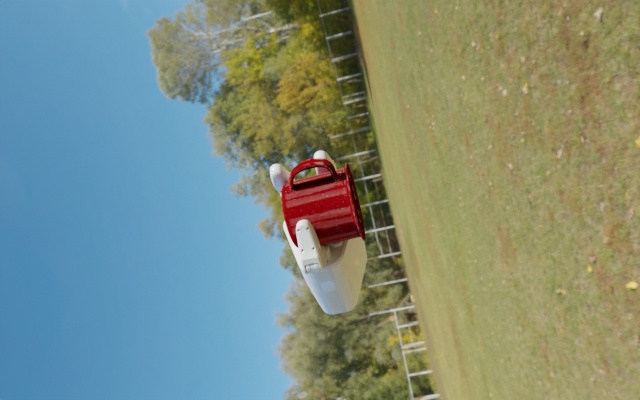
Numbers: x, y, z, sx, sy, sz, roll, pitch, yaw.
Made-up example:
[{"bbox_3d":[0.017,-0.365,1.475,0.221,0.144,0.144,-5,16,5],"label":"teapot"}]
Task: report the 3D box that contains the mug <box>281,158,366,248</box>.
[{"bbox_3d":[0.000,0.001,0.555,0.081,0.117,0.093,-13,41,8],"label":"mug"}]
